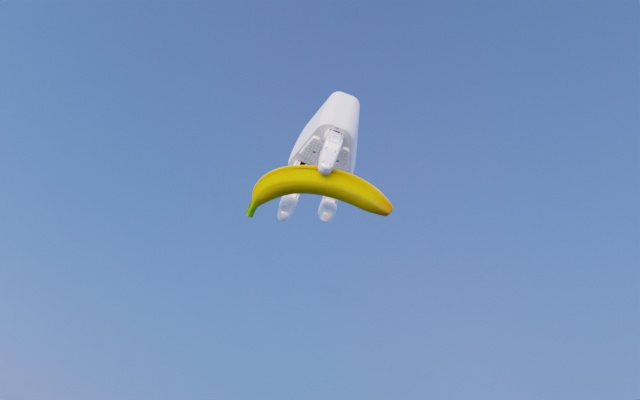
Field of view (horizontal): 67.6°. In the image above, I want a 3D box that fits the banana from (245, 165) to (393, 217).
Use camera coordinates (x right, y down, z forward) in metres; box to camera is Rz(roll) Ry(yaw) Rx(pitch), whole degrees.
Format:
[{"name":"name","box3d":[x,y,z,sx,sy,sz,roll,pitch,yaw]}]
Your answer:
[{"name":"banana","box3d":[-0.005,-0.014,0.623,0.198,0.070,0.037,0,32,12]}]
